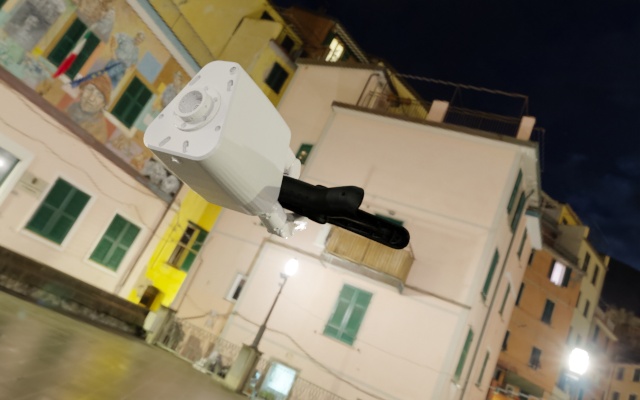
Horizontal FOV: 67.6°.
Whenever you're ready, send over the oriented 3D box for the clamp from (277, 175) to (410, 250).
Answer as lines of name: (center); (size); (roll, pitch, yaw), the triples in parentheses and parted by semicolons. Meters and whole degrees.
clamp: (0.000, 0.001, 0.489); (0.171, 0.039, 0.120); (15, -20, 29)
